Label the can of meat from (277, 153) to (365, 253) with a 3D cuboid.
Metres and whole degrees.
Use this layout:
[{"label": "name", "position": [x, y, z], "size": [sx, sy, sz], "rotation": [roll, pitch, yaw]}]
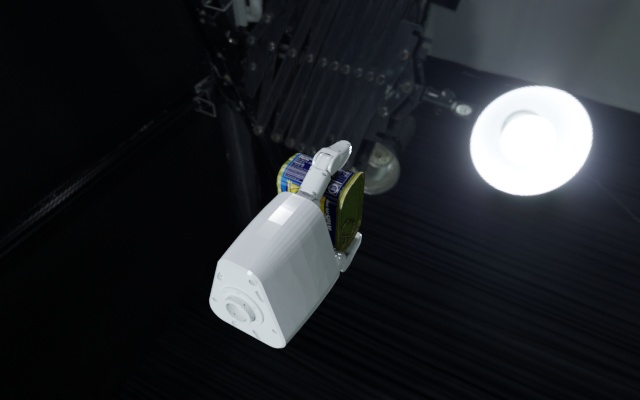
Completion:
[{"label": "can of meat", "position": [0.000, 0.002, 0.552], "size": [0.084, 0.102, 0.057], "rotation": [21, 49, 21]}]
